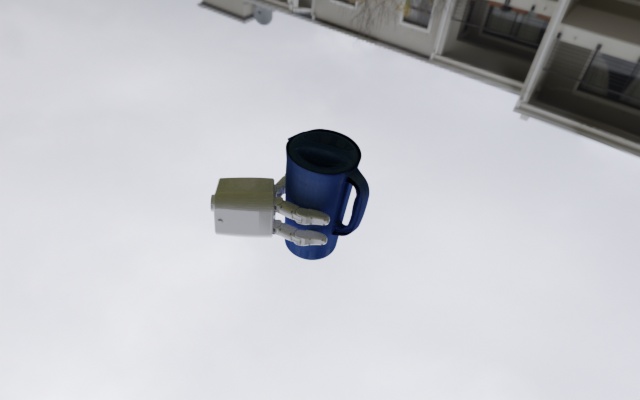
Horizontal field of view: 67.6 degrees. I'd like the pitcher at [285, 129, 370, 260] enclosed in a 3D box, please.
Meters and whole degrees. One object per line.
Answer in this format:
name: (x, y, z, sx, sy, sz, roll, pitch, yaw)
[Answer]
pitcher: (0.000, 0.003, 0.897, 0.145, 0.243, 0.149, 3, 42, -6)
